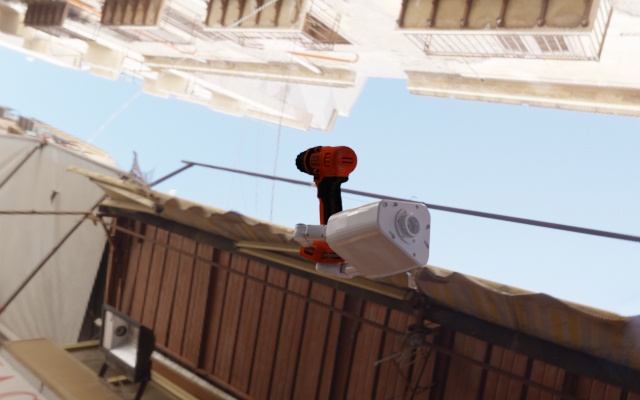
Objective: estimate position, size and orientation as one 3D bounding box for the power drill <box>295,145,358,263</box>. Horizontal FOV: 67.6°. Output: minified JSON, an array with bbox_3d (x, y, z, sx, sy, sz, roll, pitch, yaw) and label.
[{"bbox_3d":[0.000,0.003,0.790,0.057,0.187,0.184,-1,3,-22],"label":"power drill"}]
